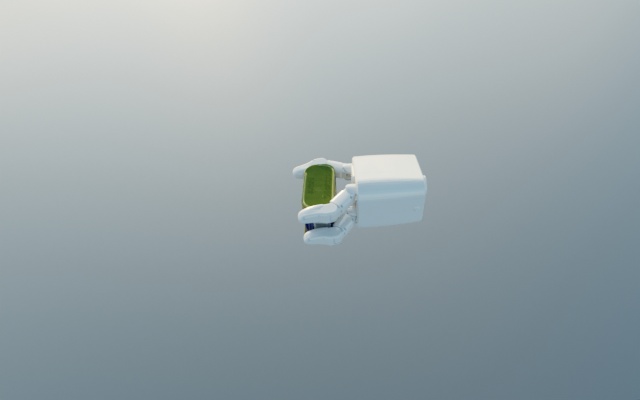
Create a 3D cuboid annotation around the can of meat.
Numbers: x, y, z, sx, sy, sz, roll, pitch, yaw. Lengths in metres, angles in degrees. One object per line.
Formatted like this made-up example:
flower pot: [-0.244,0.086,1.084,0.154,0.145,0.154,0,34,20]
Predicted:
can of meat: [0.000,0.002,0.783,0.057,0.102,0.084,-1,-40,4]
